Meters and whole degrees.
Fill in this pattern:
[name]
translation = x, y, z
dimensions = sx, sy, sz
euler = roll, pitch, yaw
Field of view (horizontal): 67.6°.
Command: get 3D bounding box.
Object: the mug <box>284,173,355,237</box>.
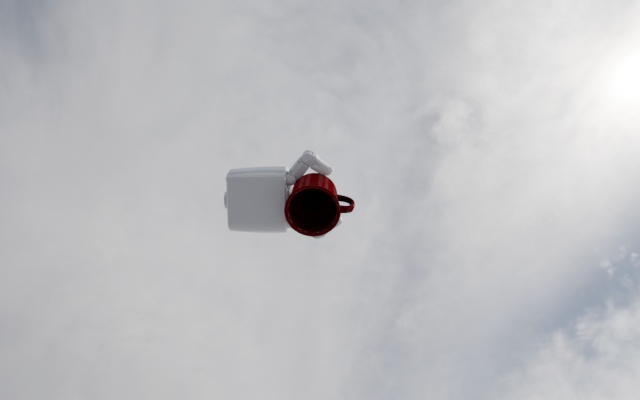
[mug]
translation = 0.002, 0.003, 0.817
dimensions = 0.117, 0.093, 0.081
euler = 1, 23, 2
